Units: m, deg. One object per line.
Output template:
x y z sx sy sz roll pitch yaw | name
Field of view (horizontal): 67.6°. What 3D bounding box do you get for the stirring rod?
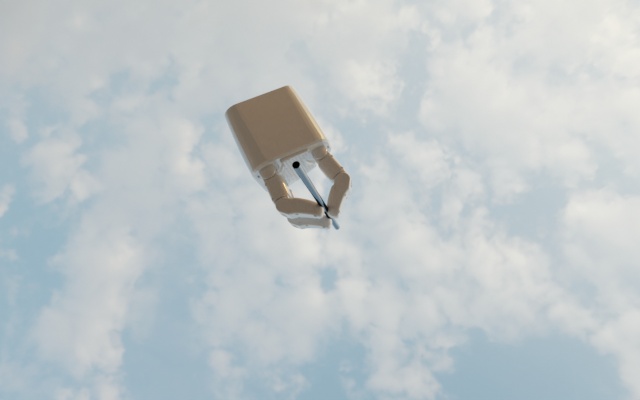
0.000 0.002 0.577 0.011 0.011 0.240 0 -18 12 | stirring rod
